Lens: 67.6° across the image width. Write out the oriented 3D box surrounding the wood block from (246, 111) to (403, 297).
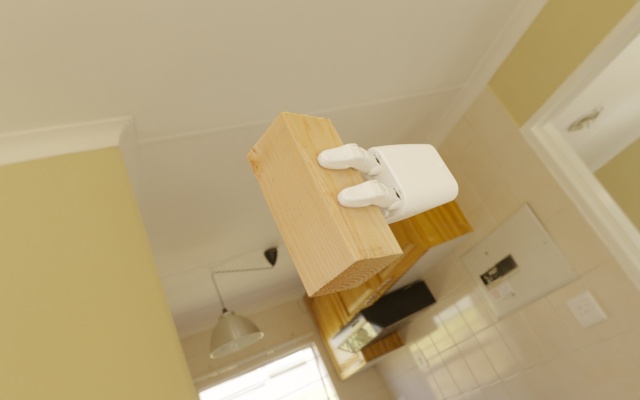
[{"bbox_3d":[0.000,0.002,0.591,0.090,0.206,0.091,-1,-34,-45],"label":"wood block"}]
